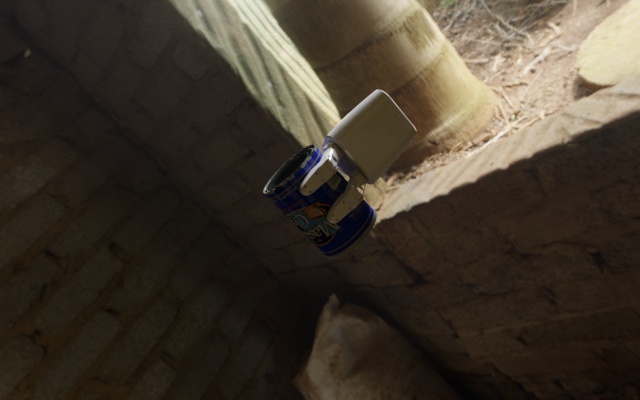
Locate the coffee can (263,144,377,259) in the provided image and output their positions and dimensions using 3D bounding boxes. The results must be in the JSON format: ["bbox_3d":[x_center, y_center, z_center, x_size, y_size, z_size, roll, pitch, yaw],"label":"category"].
[{"bbox_3d":[0.000,0.003,0.706,0.140,0.103,0.103,46,-17,-16],"label":"coffee can"}]
